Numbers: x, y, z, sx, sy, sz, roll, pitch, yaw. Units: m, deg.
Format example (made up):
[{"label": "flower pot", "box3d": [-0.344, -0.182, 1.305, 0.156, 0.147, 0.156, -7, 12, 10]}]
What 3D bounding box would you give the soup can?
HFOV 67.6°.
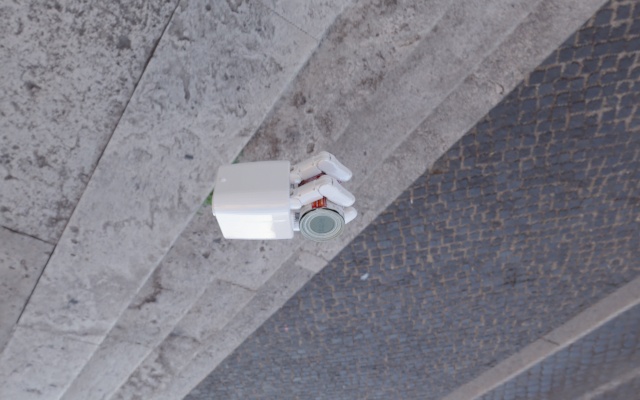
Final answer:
[{"label": "soup can", "box3d": [0.001, 0.003, 0.704, 0.068, 0.069, 0.102, 0, 42, -3]}]
